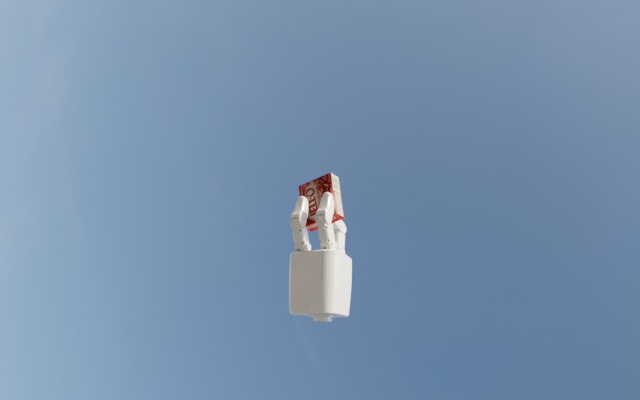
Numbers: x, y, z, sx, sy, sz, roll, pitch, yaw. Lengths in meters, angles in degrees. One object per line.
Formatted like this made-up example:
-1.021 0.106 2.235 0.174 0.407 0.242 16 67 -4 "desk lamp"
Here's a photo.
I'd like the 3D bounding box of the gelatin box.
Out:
0.000 0.003 0.865 0.073 0.089 0.030 -22 -31 27 "gelatin box"
